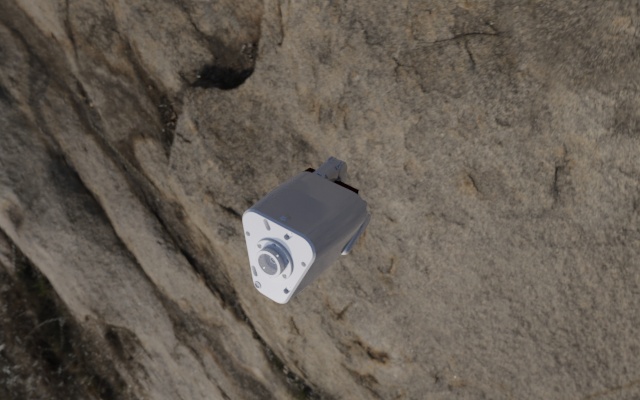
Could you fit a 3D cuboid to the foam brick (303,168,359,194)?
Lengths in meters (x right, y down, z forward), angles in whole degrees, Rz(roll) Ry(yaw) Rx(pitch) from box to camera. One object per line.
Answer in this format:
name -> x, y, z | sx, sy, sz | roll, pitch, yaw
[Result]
foam brick -> 0.000, 0.002, 0.603 | 0.078, 0.053, 0.051 | 26, 36, 22
